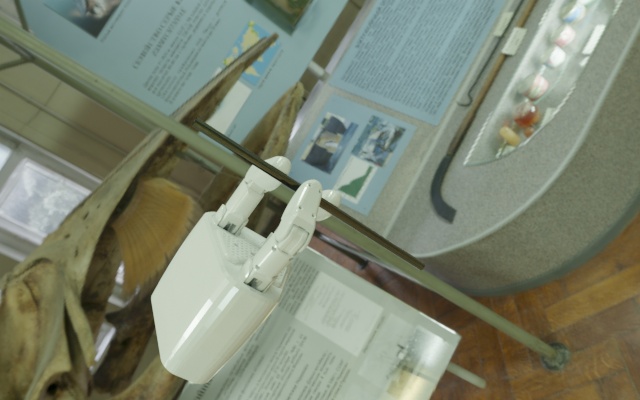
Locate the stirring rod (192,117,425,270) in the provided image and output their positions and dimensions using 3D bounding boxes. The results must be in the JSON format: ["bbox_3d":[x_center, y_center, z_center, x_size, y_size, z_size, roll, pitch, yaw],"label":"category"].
[{"bbox_3d":[0.000,0.001,0.401,0.239,0.011,0.011,33,-13,-21],"label":"stirring rod"}]
